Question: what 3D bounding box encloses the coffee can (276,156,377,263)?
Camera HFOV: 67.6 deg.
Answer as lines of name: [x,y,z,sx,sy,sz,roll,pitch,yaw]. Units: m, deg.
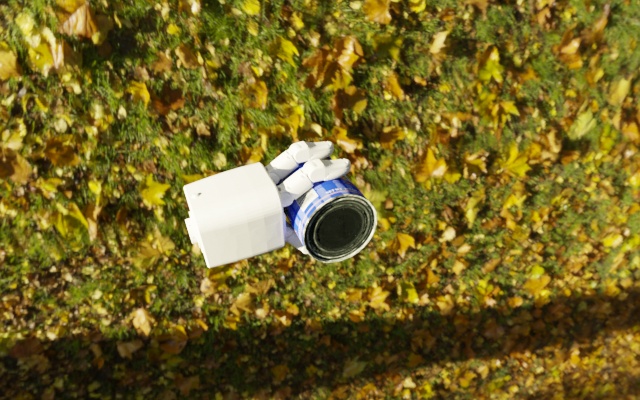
coffee can: [0.000,0.002,0.652,0.103,0.103,0.140,0,30,-26]
